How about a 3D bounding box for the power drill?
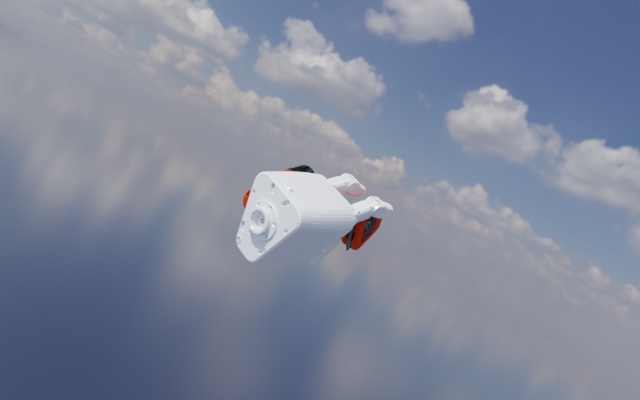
[{"bbox_3d":[0.000,0.003,0.741,0.187,0.057,0.184,19,27,20],"label":"power drill"}]
